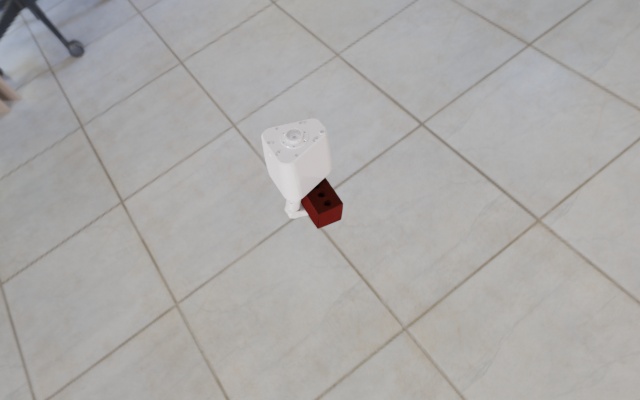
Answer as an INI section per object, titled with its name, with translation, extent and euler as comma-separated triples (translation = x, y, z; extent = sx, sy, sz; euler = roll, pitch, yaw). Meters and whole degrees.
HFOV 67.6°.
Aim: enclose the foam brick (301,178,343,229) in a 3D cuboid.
[foam brick]
translation = 0.000, 0.003, 0.892
extent = 0.053, 0.078, 0.051
euler = -23, -31, -20
